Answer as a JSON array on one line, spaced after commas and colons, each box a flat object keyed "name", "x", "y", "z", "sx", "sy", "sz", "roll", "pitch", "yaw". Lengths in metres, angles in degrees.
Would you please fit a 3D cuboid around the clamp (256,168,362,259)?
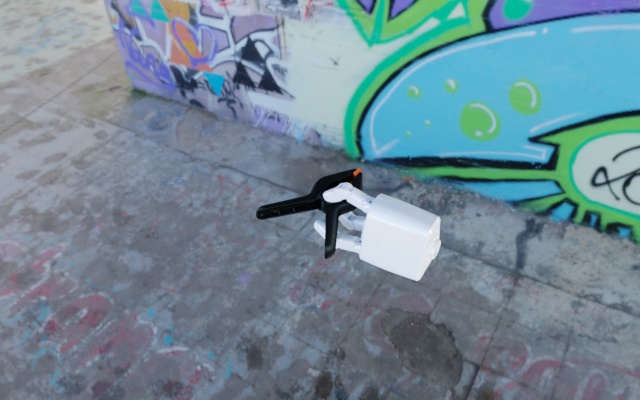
[{"name": "clamp", "x": 0.001, "y": 0.002, "z": 0.849, "sx": 0.164, "sy": 0.036, "sz": 0.210, "roll": 23, "pitch": 47, "yaw": 23}]
